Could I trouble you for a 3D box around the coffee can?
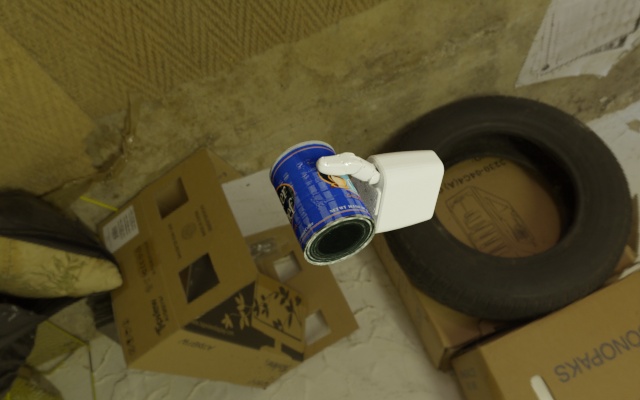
[{"bbox_3d":[0.000,0.002,0.655,0.103,0.140,0.103,-18,-35,-13],"label":"coffee can"}]
